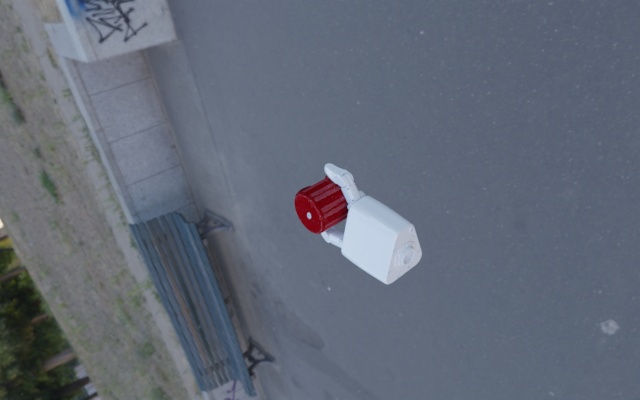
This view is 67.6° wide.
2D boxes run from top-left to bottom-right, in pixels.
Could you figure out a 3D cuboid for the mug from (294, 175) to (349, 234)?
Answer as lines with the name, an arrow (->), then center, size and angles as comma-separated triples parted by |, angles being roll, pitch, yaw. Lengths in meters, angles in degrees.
mug -> -0.001, 0.002, 0.862 | 0.081, 0.093, 0.117 | -30, 40, -29
